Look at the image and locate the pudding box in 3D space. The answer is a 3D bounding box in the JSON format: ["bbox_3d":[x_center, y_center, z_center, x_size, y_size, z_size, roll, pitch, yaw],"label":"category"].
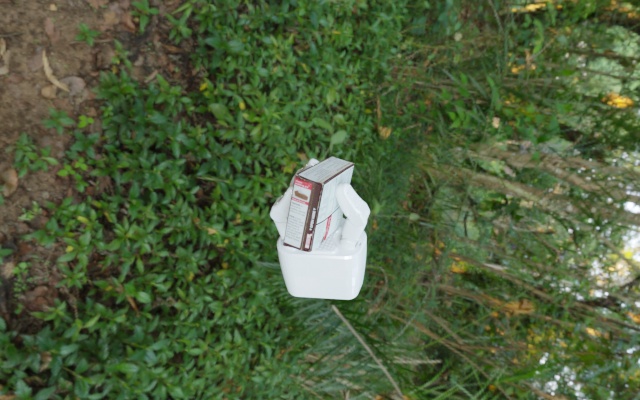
[{"bbox_3d":[0.000,0.002,0.579,0.039,0.090,0.113,16,21,16],"label":"pudding box"}]
